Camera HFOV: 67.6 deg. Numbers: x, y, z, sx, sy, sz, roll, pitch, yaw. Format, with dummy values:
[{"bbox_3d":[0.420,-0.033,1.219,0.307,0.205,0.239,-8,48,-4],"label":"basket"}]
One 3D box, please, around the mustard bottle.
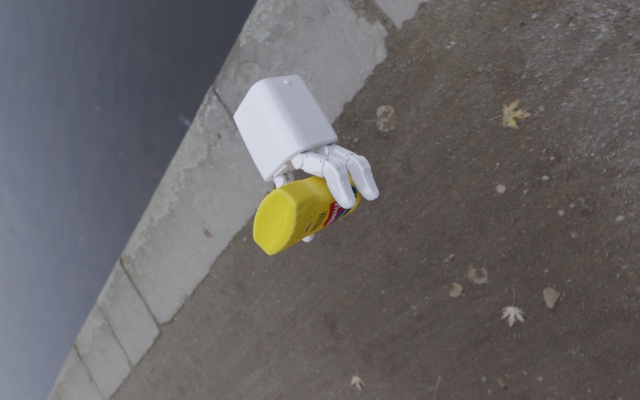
[{"bbox_3d":[0.000,0.002,0.634,0.058,0.096,0.191,42,37,20],"label":"mustard bottle"}]
